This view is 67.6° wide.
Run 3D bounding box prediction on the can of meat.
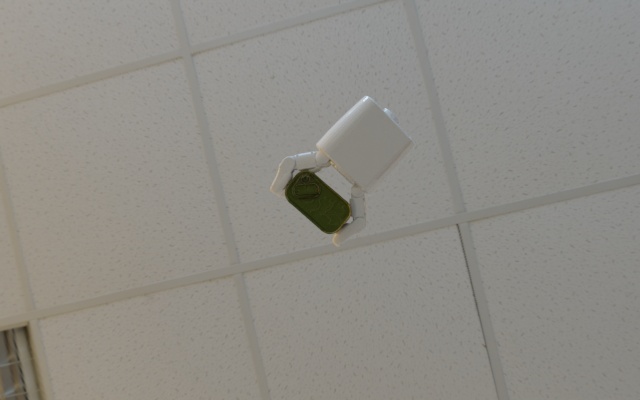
[{"bbox_3d":[0.000,0.003,0.740,0.102,0.057,0.084,41,3,4],"label":"can of meat"}]
